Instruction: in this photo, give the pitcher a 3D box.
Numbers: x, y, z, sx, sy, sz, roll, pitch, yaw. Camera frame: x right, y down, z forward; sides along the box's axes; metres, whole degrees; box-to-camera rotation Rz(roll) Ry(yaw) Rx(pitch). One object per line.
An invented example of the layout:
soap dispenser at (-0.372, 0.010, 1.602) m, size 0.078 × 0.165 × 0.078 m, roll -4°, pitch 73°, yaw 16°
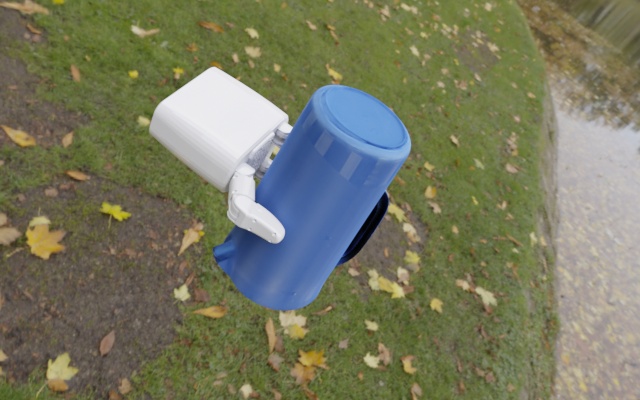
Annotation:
pitcher at (0.000, 0.002, 0.526) m, size 0.145 × 0.243 × 0.149 m, roll 36°, pitch 37°, yaw 4°
